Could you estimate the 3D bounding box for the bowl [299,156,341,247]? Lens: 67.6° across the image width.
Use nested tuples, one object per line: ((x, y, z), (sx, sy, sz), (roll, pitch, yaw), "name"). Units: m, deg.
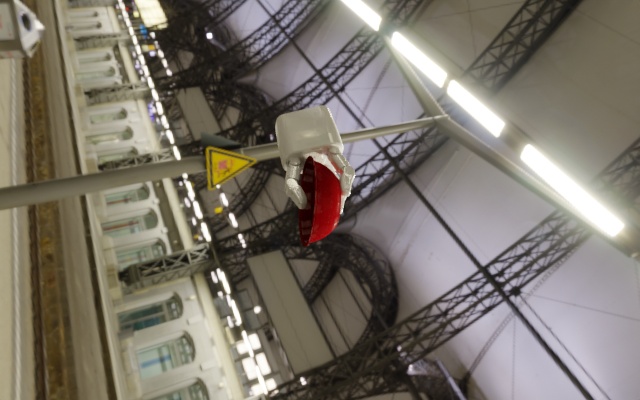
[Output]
((0.001, 0.004, 0.849), (0.055, 0.162, 0.162), (4, -1, -11), "bowl")
